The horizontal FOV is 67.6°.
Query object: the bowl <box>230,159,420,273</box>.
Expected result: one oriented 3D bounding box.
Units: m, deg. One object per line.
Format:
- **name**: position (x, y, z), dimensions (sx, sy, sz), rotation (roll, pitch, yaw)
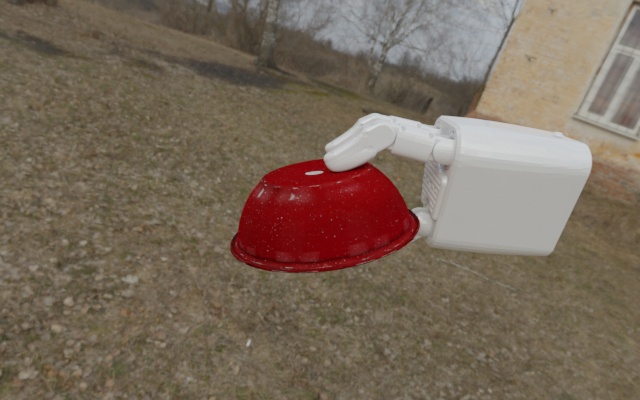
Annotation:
- **bowl**: position (-0.001, 0.001, 0.401), dimensions (0.162, 0.055, 0.162), rotation (-7, 17, 2)
